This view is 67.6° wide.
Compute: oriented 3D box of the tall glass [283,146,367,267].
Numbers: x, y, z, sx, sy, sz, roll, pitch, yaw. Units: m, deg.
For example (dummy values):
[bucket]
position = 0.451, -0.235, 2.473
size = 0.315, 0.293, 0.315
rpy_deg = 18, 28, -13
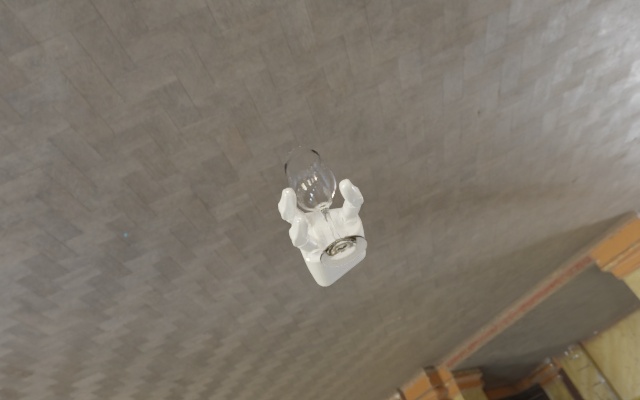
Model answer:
[tall glass]
position = 0.000, 0.003, 0.753
size = 0.079, 0.201, 0.079
rpy_deg = -16, -37, -12
